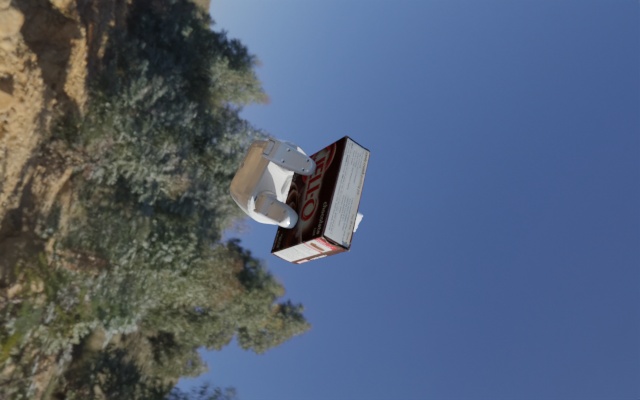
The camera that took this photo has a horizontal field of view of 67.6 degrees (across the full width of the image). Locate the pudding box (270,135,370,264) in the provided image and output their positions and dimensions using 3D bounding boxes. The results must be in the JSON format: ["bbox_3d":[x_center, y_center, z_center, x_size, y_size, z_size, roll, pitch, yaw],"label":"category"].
[{"bbox_3d":[0.000,0.002,0.477,0.039,0.113,0.090,26,-29,-27],"label":"pudding box"}]
